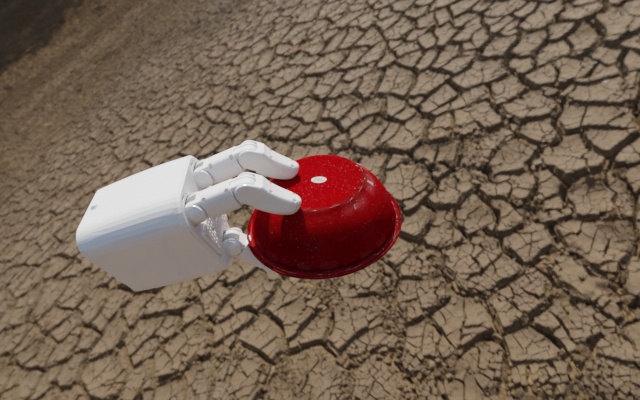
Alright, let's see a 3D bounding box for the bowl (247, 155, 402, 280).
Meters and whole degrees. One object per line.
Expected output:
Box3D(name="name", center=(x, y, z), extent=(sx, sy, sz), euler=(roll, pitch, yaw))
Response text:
Box3D(name="bowl", center=(0.001, 0.001, 0.479), extent=(0.162, 0.055, 0.162), euler=(-5, 38, 4))
